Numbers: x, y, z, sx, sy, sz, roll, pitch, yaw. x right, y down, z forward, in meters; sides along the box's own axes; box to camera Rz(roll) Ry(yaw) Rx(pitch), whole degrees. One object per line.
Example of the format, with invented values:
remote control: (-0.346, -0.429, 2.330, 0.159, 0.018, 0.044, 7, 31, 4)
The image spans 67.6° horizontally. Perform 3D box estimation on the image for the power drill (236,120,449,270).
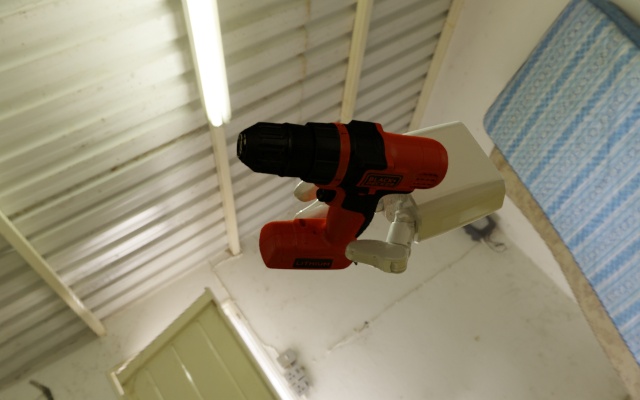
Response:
power drill: (0.000, 0.002, 0.446, 0.184, 0.057, 0.188, 5, -34, -21)
